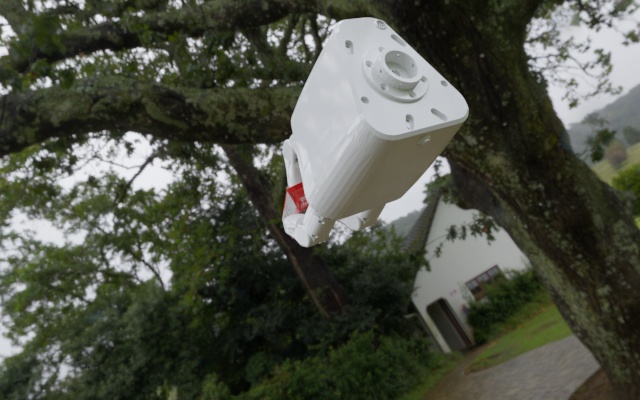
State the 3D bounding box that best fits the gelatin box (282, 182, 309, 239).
[{"bbox_3d":[0.000,0.001,0.502,0.073,0.030,0.089,-25,-18,-17],"label":"gelatin box"}]
